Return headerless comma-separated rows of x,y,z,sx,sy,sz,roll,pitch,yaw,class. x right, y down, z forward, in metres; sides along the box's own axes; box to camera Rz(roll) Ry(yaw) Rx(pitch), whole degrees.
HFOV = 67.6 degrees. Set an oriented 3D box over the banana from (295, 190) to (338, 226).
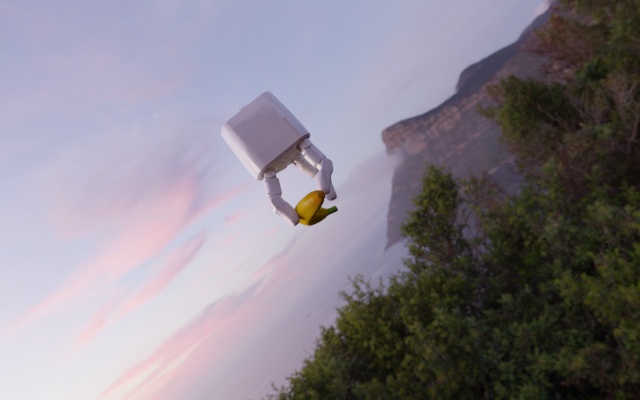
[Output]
-0.014,0.014,0.813,0.069,0.037,0.198,-38,-9,2,banana
